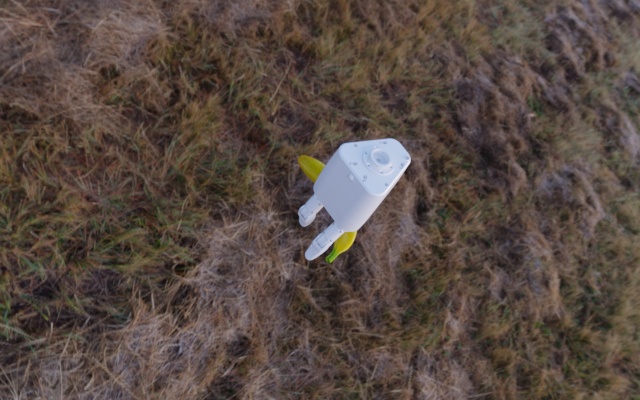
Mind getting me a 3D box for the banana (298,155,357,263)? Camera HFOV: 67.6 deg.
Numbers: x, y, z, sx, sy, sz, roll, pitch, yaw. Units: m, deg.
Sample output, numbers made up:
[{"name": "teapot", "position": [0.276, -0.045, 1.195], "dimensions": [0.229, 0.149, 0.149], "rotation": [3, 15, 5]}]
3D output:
[{"name": "banana", "position": [0.018, 0.003, 0.803], "dimensions": [0.069, 0.197, 0.037], "rotation": [-9, -24, -19]}]
